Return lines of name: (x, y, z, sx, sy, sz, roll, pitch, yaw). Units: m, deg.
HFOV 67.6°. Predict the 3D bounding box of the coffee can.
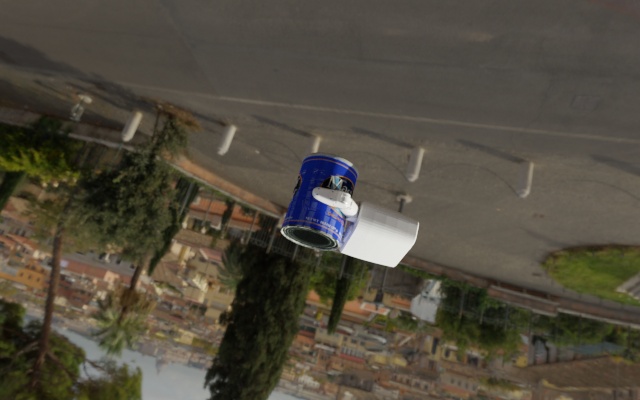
coffee can: (0.000, 0.002, 0.826, 0.103, 0.140, 0.103, 14, -22, 6)
